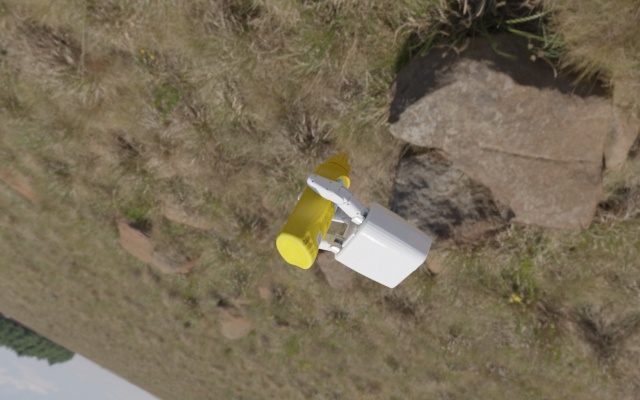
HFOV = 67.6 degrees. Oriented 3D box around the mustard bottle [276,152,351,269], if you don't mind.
[{"bbox_3d":[0.000,0.002,0.728,0.058,0.191,0.096,18,-29,17],"label":"mustard bottle"}]
